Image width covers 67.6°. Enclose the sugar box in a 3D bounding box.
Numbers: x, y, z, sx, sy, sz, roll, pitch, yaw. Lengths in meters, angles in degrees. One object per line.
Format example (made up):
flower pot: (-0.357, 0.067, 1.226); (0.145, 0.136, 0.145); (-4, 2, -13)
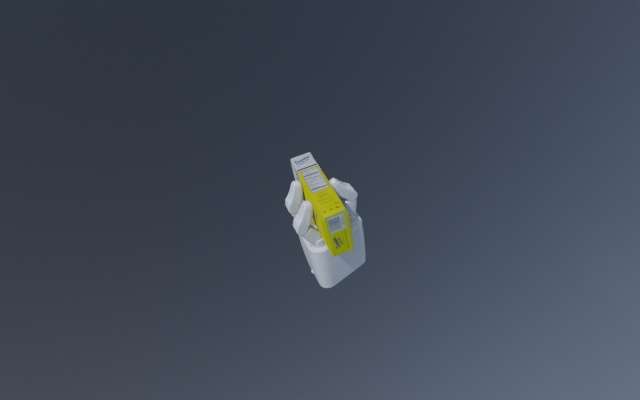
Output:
sugar box: (0.000, 0.003, 0.812); (0.048, 0.093, 0.176); (-22, 41, -11)
